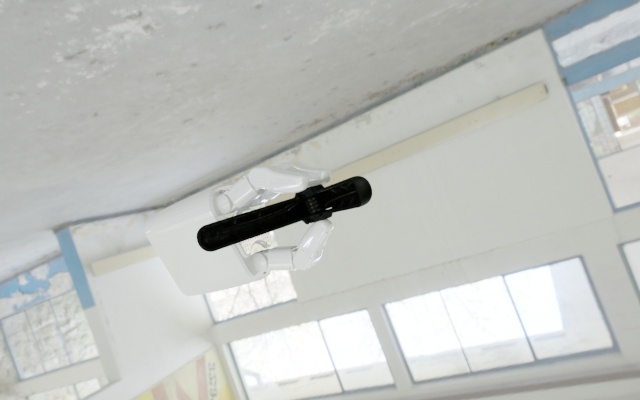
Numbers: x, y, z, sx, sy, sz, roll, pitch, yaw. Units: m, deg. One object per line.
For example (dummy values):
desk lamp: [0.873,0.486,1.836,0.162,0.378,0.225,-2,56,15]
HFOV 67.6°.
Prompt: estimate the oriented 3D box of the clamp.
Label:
clamp: [0.000,0.002,0.482,0.164,0.036,0.210,-16,1,26]
